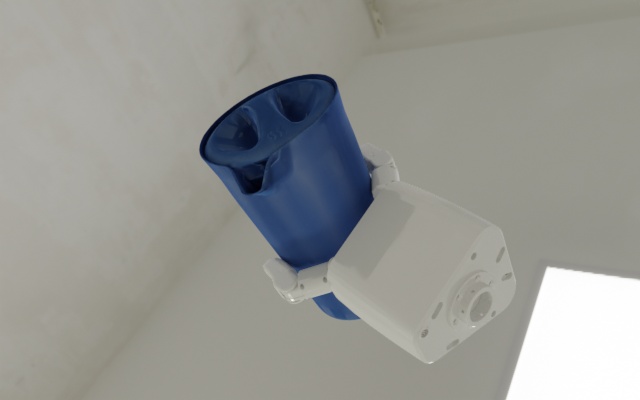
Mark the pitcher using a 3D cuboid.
[{"bbox_3d":[0.000,0.002,0.486,0.149,0.243,0.145,-40,37,-17],"label":"pitcher"}]
